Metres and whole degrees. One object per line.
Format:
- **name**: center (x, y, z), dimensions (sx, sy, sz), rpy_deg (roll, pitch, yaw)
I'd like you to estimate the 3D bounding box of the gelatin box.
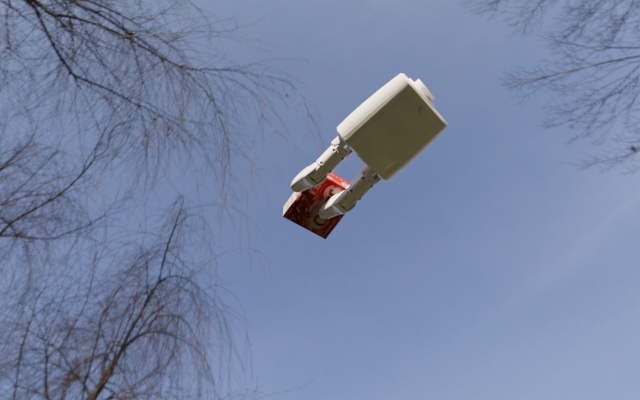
- **gelatin box**: center (0.000, 0.002, 0.670), dimensions (0.073, 0.089, 0.030), rpy_deg (29, 28, -16)
